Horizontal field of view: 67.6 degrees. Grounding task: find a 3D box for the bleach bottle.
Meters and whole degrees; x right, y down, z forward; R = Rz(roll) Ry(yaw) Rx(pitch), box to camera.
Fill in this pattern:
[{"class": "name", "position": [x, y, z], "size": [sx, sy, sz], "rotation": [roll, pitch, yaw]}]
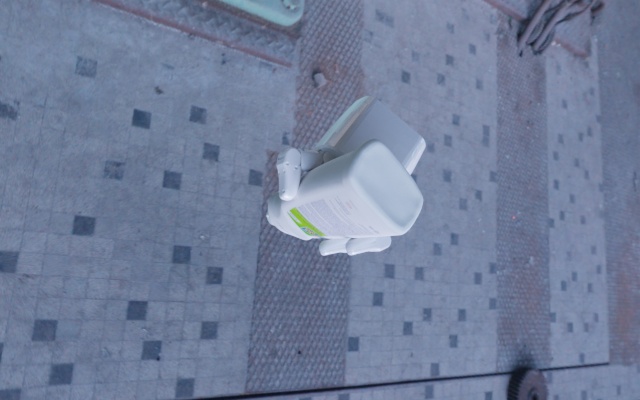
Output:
[{"class": "bleach bottle", "position": [0.000, 0.002, 0.577], "size": [0.102, 0.068, 0.251], "rotation": [47, -29, -20]}]
